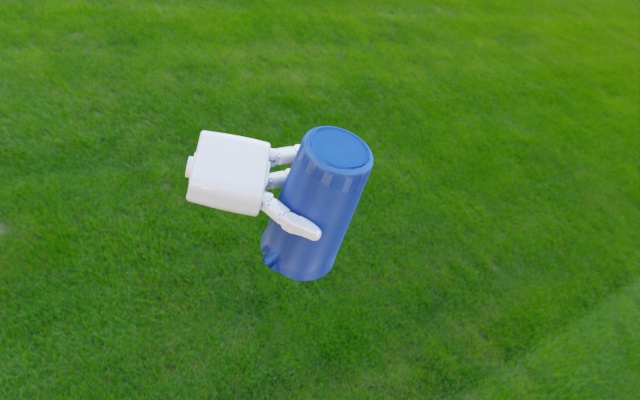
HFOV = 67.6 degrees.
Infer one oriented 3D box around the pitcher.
[{"bbox_3d":[0.000,0.003,0.763,0.145,0.149,0.243,13,-47,-11],"label":"pitcher"}]
